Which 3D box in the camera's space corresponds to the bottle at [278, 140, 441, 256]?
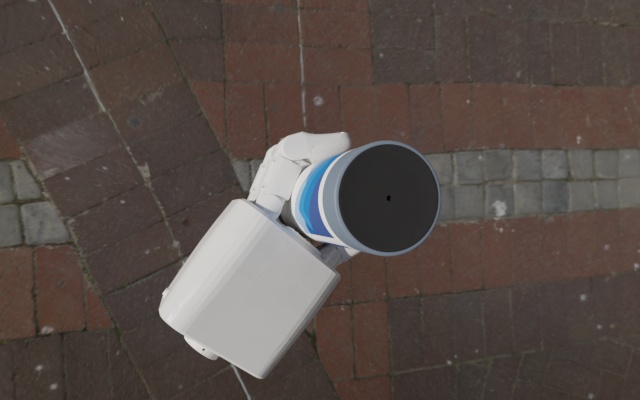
[{"bbox_3d":[0.000,0.001,0.413,0.069,0.069,0.296,0,-1,-16],"label":"bottle"}]
